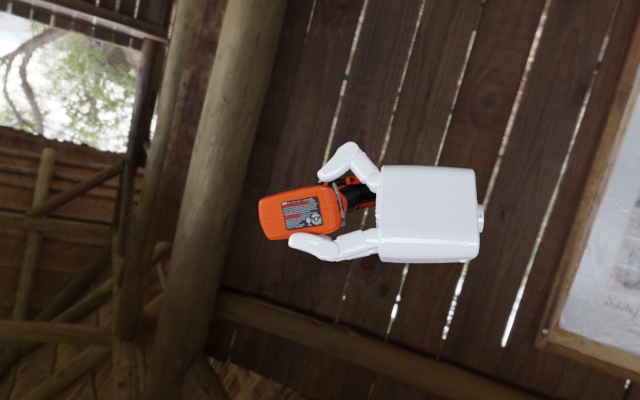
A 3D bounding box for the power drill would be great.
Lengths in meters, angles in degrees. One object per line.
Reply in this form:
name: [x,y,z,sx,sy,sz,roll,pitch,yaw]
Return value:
power drill: [0.000,0.002,0.638,0.184,0.057,0.187,-12,5,29]
